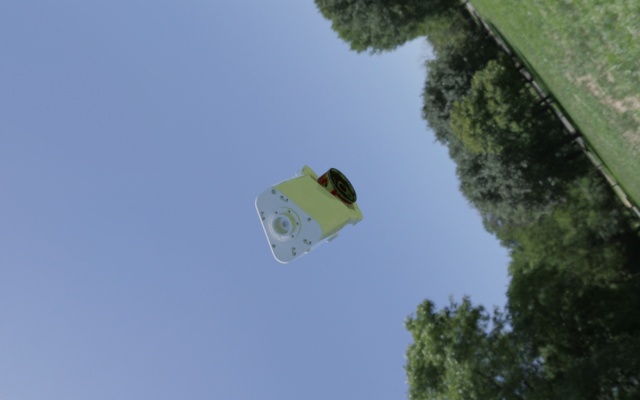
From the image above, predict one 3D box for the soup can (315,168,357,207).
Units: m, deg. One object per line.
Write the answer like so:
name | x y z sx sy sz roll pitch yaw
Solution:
soup can | 0.000 0.003 0.791 0.102 0.068 0.068 -37 -17 24
